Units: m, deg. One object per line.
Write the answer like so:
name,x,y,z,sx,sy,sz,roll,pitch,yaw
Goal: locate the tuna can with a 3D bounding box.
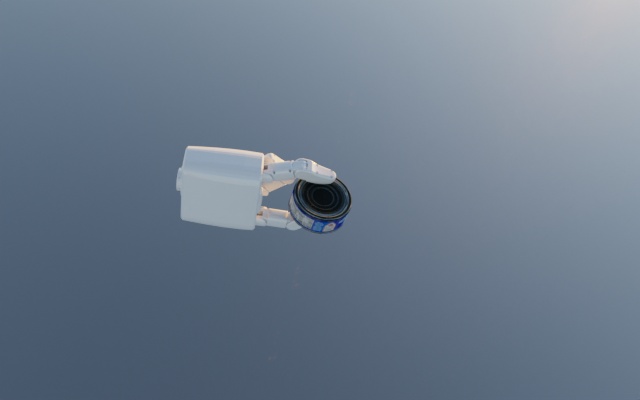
tuna can,0.000,0.002,0.669,0.086,0.086,0.034,0,-36,-18
